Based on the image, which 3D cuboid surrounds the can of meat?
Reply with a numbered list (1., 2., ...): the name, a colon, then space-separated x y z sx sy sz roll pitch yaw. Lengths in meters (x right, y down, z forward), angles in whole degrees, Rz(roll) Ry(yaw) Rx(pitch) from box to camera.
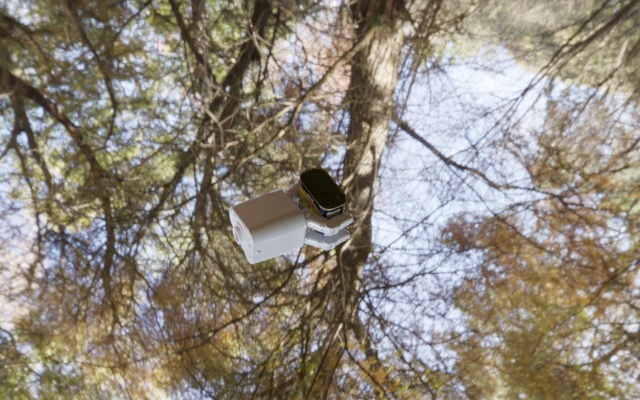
1. can of meat: 0.000 0.003 0.900 0.057 0.102 0.084 -22 -34 -25
